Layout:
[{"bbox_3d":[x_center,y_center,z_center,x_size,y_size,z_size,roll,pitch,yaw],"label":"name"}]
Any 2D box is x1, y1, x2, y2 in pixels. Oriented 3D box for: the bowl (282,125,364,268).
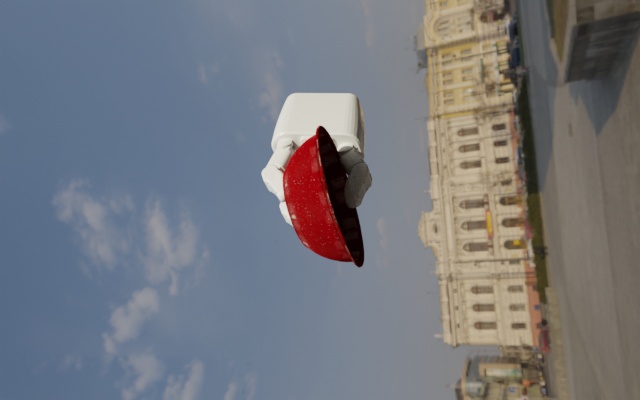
[{"bbox_3d":[0.000,0.002,0.530,0.055,0.162,0.162,-16,-3,11],"label":"bowl"}]
